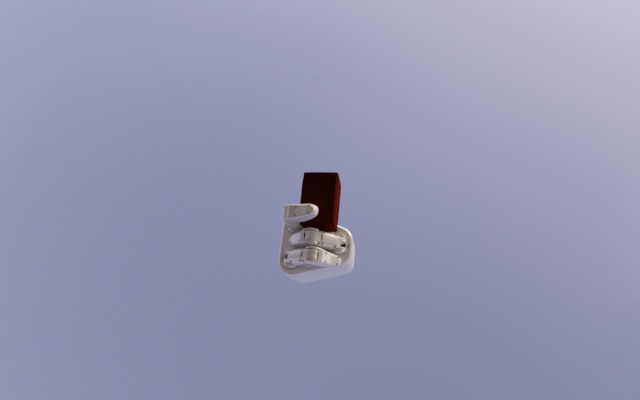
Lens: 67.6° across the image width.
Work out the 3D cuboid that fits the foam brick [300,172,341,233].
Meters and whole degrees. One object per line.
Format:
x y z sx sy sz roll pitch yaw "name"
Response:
0.000 0.002 0.713 0.053 0.078 0.051 3 -19 10 "foam brick"
